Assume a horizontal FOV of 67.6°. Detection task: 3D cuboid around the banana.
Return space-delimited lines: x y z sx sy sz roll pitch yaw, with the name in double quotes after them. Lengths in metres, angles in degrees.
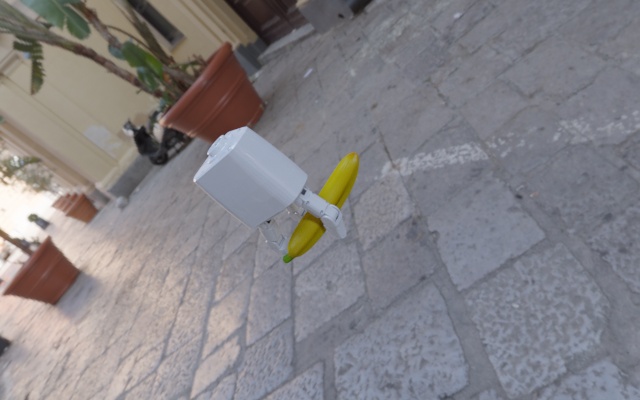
0.005 0.006 0.690 0.037 0.198 0.069 38 -10 -19 "banana"
